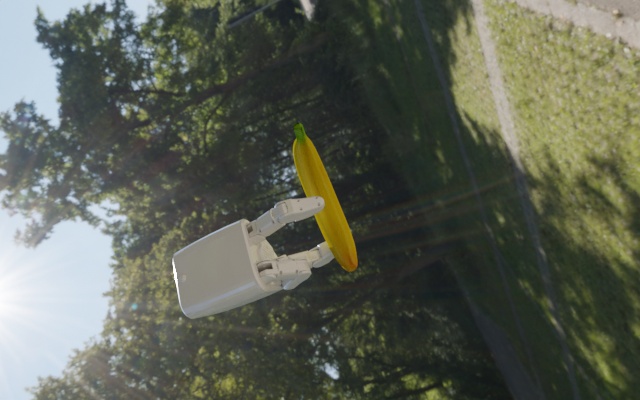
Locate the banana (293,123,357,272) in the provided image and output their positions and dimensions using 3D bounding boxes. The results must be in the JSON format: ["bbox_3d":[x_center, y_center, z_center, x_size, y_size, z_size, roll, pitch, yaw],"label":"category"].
[{"bbox_3d":[0.002,-0.001,0.624,0.037,0.198,0.069,-23,-4,8],"label":"banana"}]
